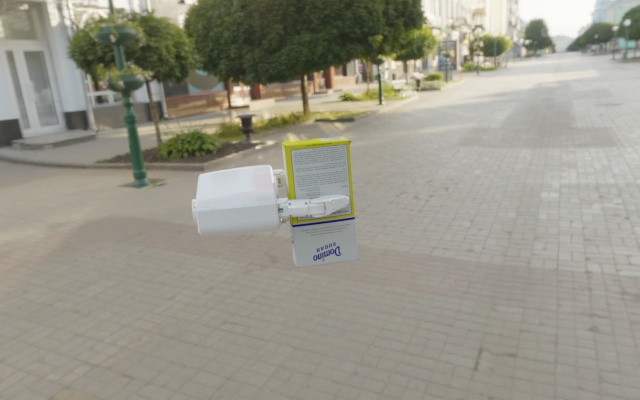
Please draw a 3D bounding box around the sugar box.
[{"bbox_3d":[0.000,0.002,0.680,0.093,0.176,0.048,-6,15,-9],"label":"sugar box"}]
